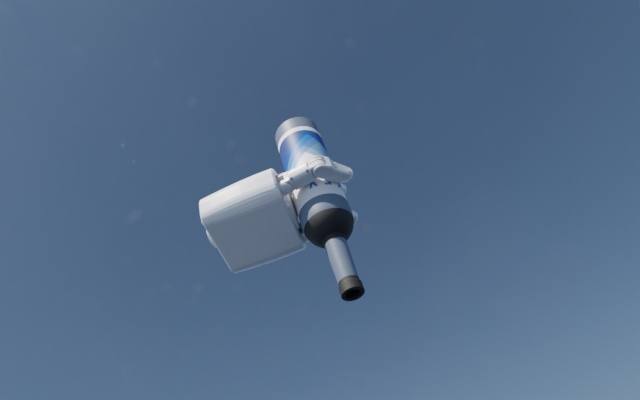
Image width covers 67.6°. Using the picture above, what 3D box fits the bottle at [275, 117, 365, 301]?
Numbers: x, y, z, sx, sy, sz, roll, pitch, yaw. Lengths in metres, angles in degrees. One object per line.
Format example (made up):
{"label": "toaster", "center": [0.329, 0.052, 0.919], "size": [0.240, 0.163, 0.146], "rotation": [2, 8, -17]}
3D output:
{"label": "bottle", "center": [0.000, 0.002, 0.627], "size": [0.069, 0.069, 0.295], "rotation": [0, 44, -20]}
